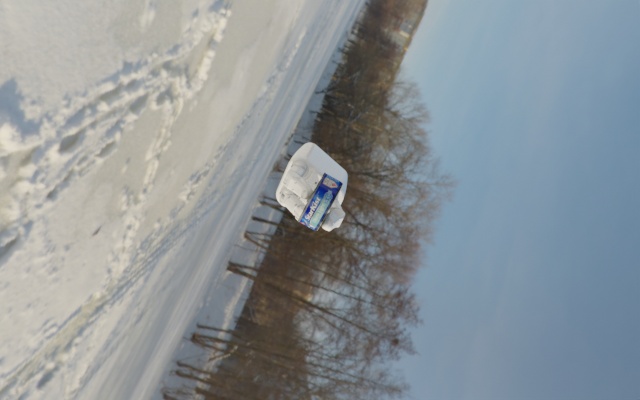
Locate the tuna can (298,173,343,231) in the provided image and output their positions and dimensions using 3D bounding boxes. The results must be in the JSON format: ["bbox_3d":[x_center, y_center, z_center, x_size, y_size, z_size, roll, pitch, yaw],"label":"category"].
[{"bbox_3d":[0.001,0.003,0.726,0.034,0.086,0.086,29,0,0],"label":"tuna can"}]
